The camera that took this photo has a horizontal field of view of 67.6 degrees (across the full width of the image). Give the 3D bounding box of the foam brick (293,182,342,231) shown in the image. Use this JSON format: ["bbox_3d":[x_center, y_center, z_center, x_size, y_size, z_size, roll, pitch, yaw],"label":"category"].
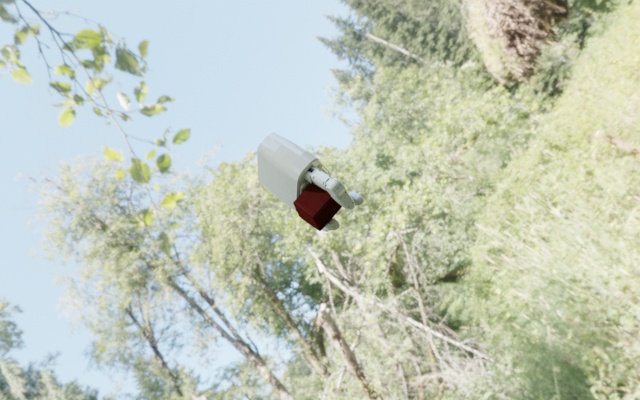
[{"bbox_3d":[0.000,0.003,0.820,0.051,0.078,0.053,33,-19,27],"label":"foam brick"}]
